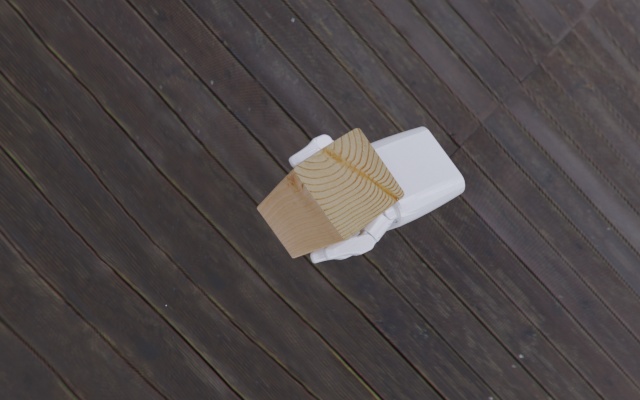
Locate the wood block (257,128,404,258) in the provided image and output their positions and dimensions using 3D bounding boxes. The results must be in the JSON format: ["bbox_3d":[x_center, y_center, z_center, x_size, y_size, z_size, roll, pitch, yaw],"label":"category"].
[{"bbox_3d":[0.000,0.001,0.580,0.090,0.091,0.206,-35,0,-21],"label":"wood block"}]
